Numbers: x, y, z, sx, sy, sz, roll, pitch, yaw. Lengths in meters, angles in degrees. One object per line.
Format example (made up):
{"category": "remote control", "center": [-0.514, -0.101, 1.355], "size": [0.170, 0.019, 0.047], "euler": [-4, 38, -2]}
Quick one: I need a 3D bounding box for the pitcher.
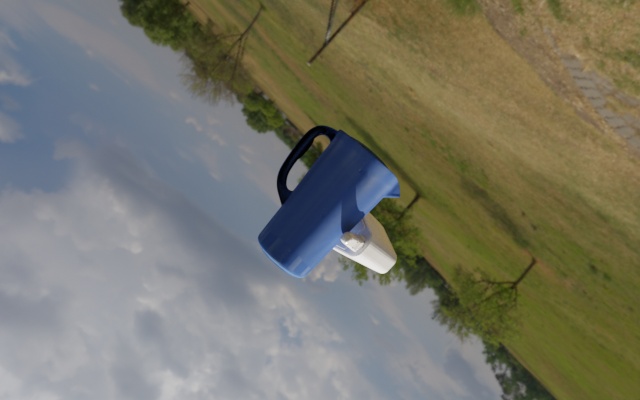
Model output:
{"category": "pitcher", "center": [0.000, 0.003, 0.810], "size": [0.145, 0.243, 0.149], "euler": [36, 7, -45]}
